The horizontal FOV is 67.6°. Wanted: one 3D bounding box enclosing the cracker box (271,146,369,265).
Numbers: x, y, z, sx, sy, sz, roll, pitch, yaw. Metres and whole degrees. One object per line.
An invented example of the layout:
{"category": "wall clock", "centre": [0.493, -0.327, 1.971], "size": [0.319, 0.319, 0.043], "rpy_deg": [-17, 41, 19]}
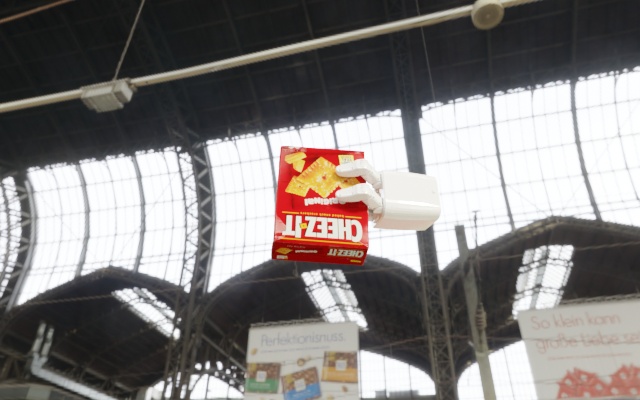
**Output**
{"category": "cracker box", "centre": [0.000, 0.003, 0.865], "size": [0.164, 0.213, 0.072], "rpy_deg": [4, -35, -5]}
